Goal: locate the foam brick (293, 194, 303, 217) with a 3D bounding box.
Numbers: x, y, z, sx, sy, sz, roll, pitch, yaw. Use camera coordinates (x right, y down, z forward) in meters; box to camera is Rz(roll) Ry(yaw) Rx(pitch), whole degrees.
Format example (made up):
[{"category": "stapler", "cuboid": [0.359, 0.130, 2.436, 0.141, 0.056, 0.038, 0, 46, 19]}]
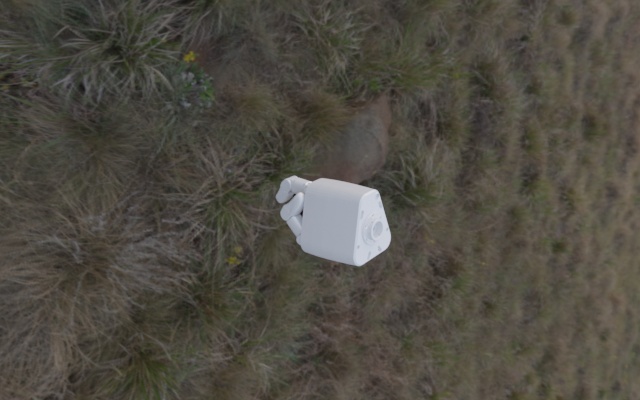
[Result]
[{"category": "foam brick", "cuboid": [0.000, 0.002, 0.805, 0.051, 0.053, 0.078, 12, 27, 40]}]
